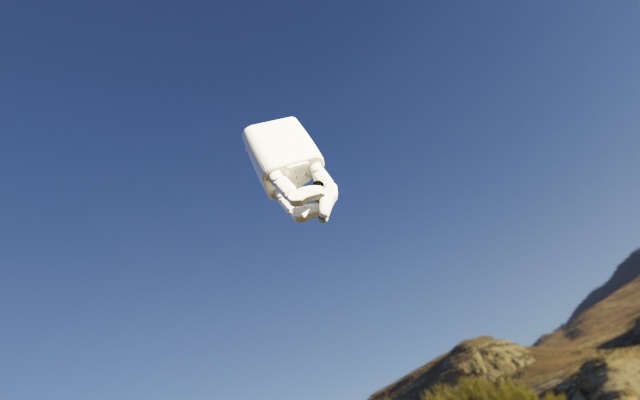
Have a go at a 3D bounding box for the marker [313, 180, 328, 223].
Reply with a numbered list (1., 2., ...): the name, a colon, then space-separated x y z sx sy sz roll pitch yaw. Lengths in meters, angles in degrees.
1. marker: 0.000 0.003 0.816 0.020 0.020 0.121 0 -30 5
